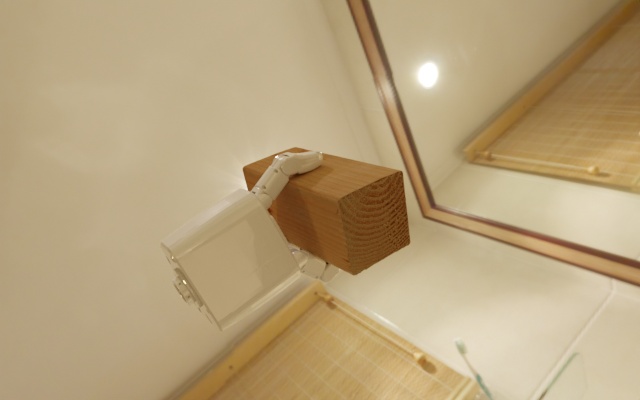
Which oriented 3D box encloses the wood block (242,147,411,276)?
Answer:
[{"bbox_3d":[0.000,0.002,0.575,0.090,0.091,0.206,-24,26,-30],"label":"wood block"}]
